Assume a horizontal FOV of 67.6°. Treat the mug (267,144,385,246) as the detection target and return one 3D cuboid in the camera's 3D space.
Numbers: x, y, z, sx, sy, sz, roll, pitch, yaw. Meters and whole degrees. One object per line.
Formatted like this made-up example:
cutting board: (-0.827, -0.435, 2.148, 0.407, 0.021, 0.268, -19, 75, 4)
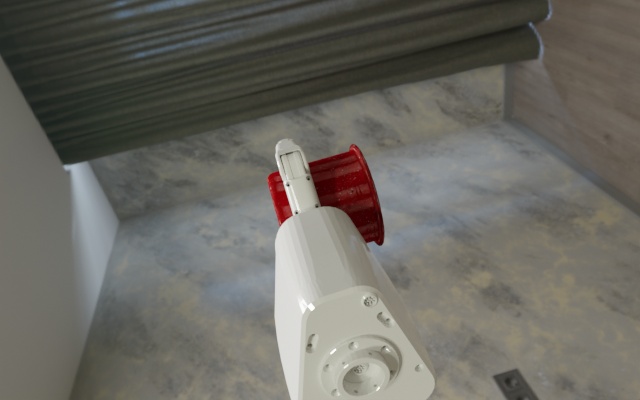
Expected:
mug: (0.000, 0.001, 0.430, 0.081, 0.093, 0.117, -16, 24, -5)
